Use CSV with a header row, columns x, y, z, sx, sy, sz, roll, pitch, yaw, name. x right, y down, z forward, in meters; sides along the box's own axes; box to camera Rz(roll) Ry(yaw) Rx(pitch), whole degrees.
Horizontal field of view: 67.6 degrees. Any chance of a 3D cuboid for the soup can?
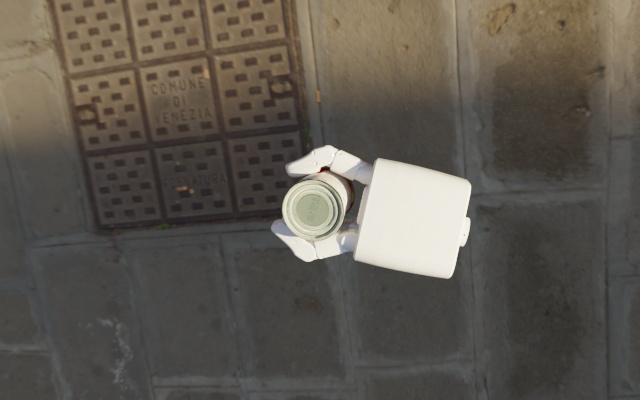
x,y,z,sx,sy,sz,roll,pitch,yaw,name
0.000,0.002,0.541,0.068,0.068,0.102,0,11,10,soup can
